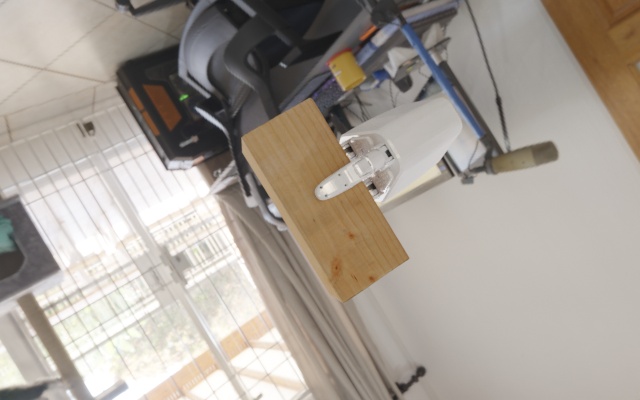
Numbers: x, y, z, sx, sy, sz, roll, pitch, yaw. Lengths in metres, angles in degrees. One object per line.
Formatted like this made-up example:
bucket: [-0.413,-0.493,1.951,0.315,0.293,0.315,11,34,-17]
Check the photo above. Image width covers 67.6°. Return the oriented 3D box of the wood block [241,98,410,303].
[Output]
wood block: [0.001,0.002,0.549,0.090,0.206,0.091,-32,0,-11]
